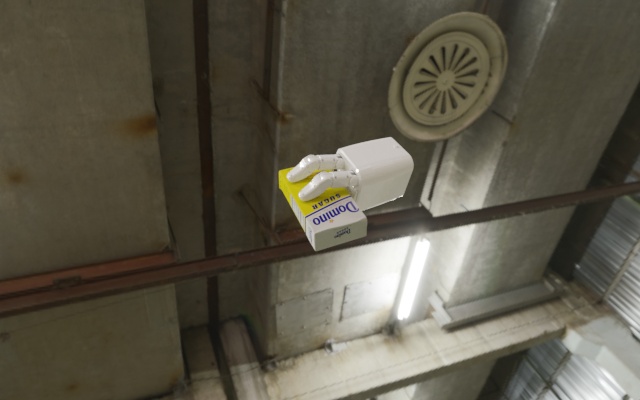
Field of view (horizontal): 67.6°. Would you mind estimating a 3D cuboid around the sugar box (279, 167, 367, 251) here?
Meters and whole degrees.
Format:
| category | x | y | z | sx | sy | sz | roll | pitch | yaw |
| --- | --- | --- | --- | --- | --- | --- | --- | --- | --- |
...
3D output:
| category | x | y | z | sx | sy | sz | roll | pitch | yaw |
| --- | --- | --- | --- | --- | --- | --- | --- | --- | --- |
| sugar box | 0.000 | 0.002 | 0.809 | 0.093 | 0.048 | 0.176 | -16 | 40 | -17 |
